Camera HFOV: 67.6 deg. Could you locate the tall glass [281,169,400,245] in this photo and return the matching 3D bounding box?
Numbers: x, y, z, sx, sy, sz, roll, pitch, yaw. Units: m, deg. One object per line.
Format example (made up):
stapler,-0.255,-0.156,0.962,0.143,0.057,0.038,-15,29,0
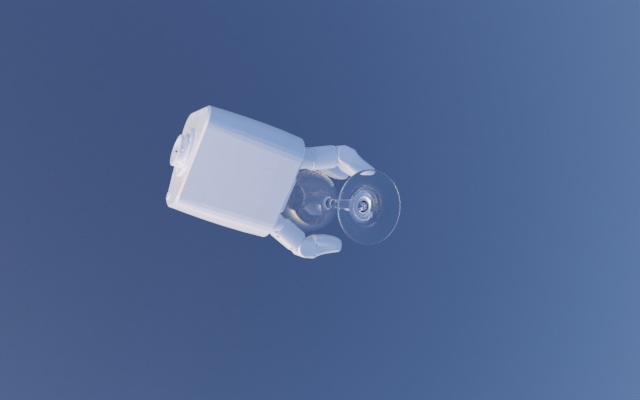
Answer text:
tall glass,0.001,0.002,0.552,0.079,0.079,0.201,0,3,-29
